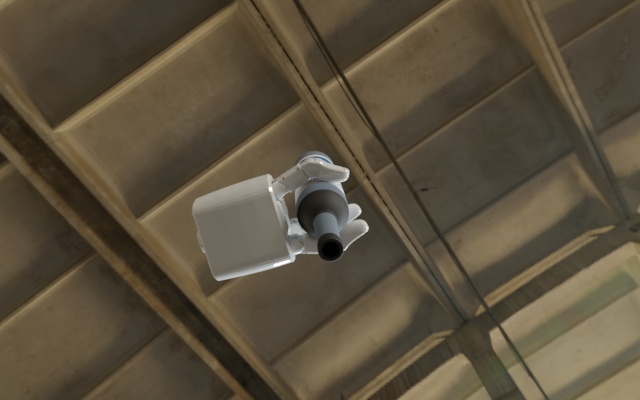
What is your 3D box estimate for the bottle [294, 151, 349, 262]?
[{"bbox_3d":[0.000,0.002,0.634,0.069,0.069,0.295,0,20,-4],"label":"bottle"}]
